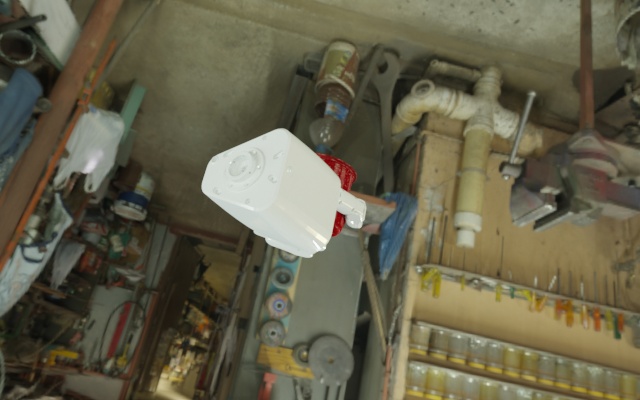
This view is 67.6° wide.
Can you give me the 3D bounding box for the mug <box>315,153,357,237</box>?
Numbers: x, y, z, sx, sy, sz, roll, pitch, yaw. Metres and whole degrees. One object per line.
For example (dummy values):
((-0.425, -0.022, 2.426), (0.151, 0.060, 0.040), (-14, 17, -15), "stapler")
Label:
((0.001, 0.003, 0.623), (0.093, 0.081, 0.117), (-3, -27, 32), "mug")
